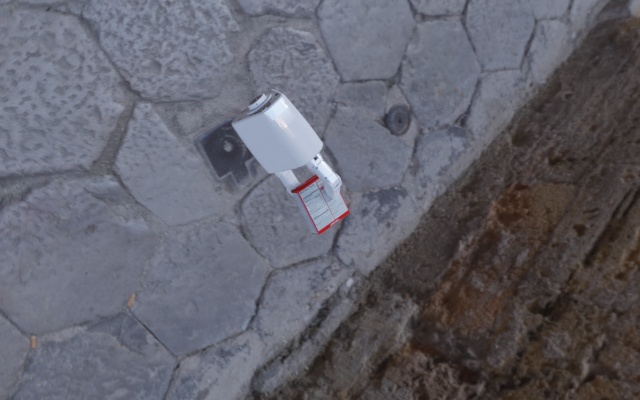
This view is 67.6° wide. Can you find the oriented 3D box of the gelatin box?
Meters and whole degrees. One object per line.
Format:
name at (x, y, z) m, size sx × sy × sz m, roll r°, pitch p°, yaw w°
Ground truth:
gelatin box at (0.001, 0.003, 0.818) m, size 0.073 × 0.089 × 0.030 m, roll -35°, pitch 18°, yaw -25°
